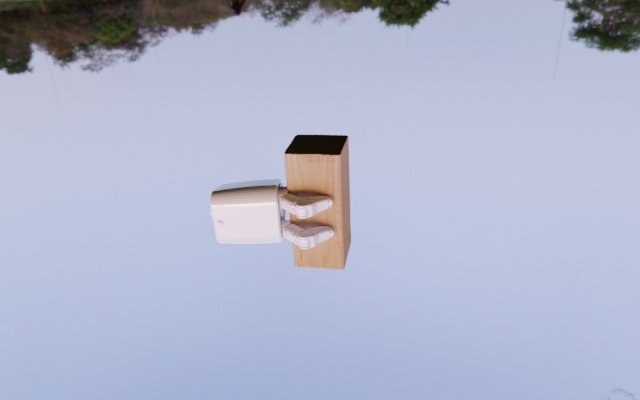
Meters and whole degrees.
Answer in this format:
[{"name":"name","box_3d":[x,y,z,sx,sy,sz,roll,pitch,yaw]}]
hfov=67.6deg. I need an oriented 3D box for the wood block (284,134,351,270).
[{"name":"wood block","box_3d":[0.000,0.003,0.795,0.090,0.206,0.090,2,28,10]}]
